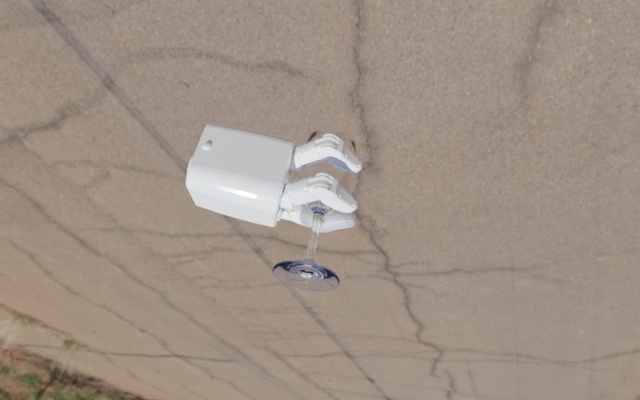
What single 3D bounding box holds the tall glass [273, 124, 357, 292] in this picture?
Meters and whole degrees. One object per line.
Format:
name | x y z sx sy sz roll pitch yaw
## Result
tall glass | 0.000 0.003 0.573 0.079 0.201 0.079 8 -33 5
